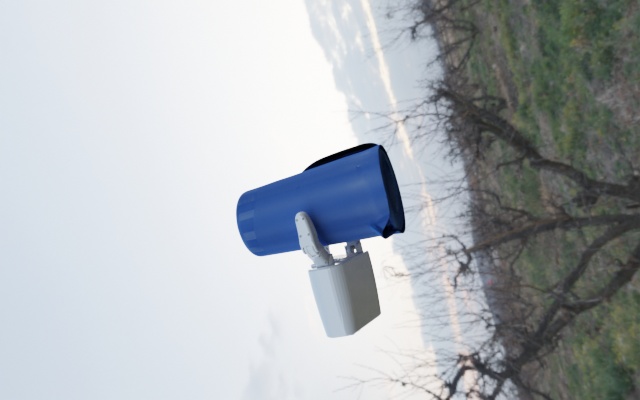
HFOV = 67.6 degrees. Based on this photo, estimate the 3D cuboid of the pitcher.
[{"bbox_3d":[0.000,0.003,0.733,0.243,0.145,0.149,-14,2,18],"label":"pitcher"}]
